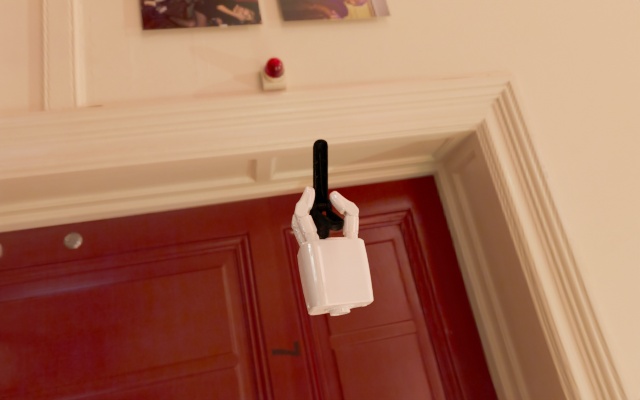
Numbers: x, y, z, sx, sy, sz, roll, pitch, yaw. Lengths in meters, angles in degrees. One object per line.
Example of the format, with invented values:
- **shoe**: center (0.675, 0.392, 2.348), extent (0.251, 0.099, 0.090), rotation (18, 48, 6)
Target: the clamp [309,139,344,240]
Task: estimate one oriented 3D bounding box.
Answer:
- **clamp**: center (0.001, 0.003, 0.842), extent (0.036, 0.164, 0.210), rotation (-4, -21, -11)
